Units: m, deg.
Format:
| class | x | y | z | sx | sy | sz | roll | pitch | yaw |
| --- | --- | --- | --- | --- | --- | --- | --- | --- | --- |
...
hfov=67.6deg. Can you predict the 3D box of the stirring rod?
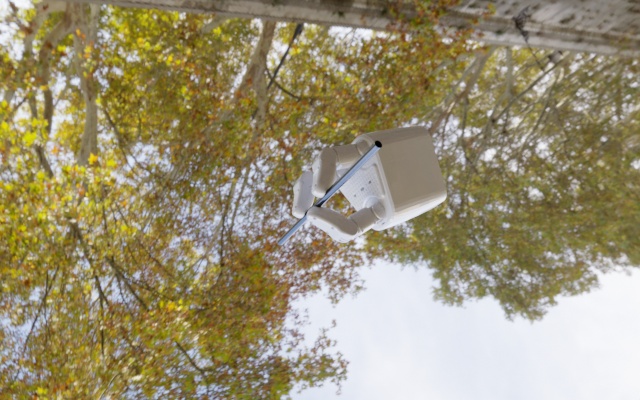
| class | x | y | z | sx | sy | sz | roll | pitch | yaw |
| --- | --- | --- | --- | --- | --- | --- | --- | --- | --- |
| stirring rod | 0.000 | 0.002 | 0.528 | 0.011 | 0.011 | 0.240 | 0 | -26 | -29 |
